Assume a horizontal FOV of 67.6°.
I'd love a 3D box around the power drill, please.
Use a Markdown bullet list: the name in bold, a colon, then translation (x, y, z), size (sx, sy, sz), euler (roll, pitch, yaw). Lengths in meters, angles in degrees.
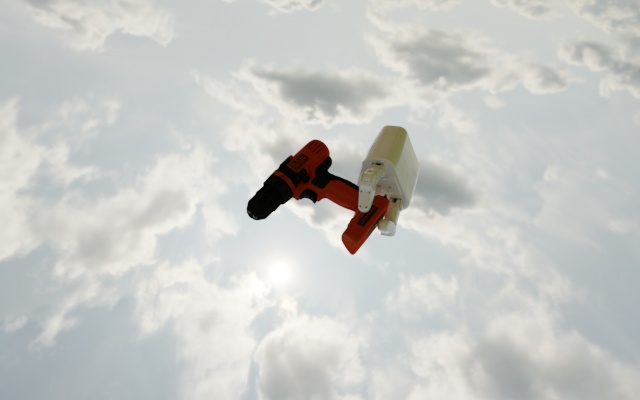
- **power drill**: translation (0.001, 0.003, 0.767), size (0.187, 0.184, 0.057), euler (36, -26, 14)
